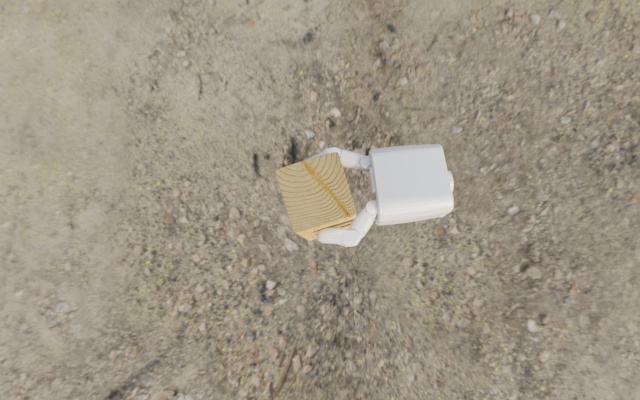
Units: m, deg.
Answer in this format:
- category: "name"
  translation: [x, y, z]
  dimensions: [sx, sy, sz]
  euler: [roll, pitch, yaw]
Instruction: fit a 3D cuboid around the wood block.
- category: "wood block"
  translation: [0.000, 0.002, 0.728]
  dimensions: [0.090, 0.091, 0.206]
  euler: [-17, -9, 1]
